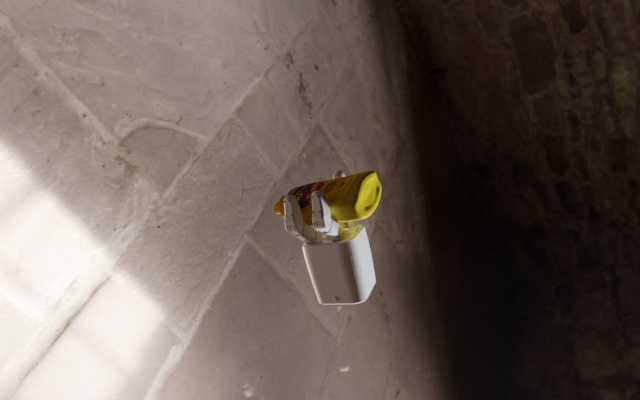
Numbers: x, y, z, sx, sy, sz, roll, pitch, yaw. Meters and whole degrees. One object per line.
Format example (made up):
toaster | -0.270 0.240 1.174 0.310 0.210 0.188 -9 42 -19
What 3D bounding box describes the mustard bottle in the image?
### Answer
mustard bottle | 0.000 0.002 0.790 0.191 0.058 0.096 -10 32 35
